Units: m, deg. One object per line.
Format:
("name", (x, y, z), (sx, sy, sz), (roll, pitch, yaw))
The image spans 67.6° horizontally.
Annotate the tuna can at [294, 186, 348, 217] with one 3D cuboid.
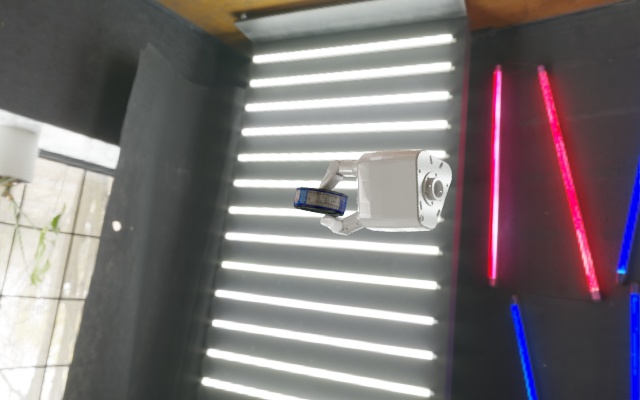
("tuna can", (0.000, 0.003, 0.771), (0.086, 0.033, 0.086), (10, -6, 1))
